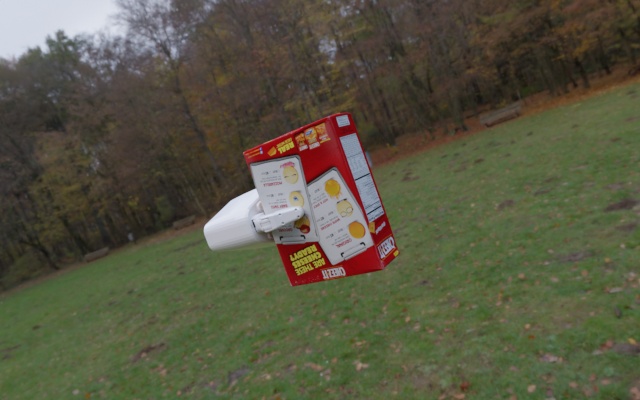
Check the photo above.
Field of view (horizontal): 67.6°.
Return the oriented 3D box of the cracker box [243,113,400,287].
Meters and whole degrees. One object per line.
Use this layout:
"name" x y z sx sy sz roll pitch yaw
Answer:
"cracker box" 0.000 0.002 0.684 0.164 0.214 0.072 -17 5 35
